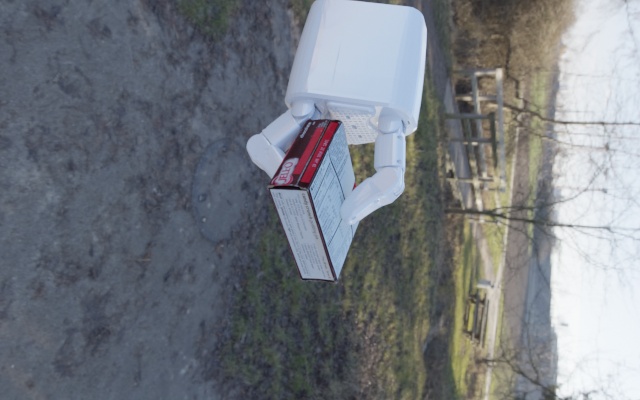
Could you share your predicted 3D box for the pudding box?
[{"bbox_3d":[0.000,0.001,0.407,0.039,0.114,0.090,3,43,23],"label":"pudding box"}]
